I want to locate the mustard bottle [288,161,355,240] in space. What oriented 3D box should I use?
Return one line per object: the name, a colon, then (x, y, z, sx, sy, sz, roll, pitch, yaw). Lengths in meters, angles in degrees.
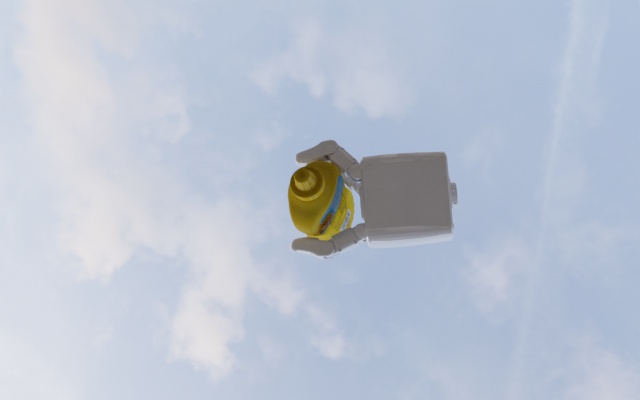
mustard bottle: (0.000, 0.002, 0.628, 0.058, 0.096, 0.192, 19, -13, 18)
